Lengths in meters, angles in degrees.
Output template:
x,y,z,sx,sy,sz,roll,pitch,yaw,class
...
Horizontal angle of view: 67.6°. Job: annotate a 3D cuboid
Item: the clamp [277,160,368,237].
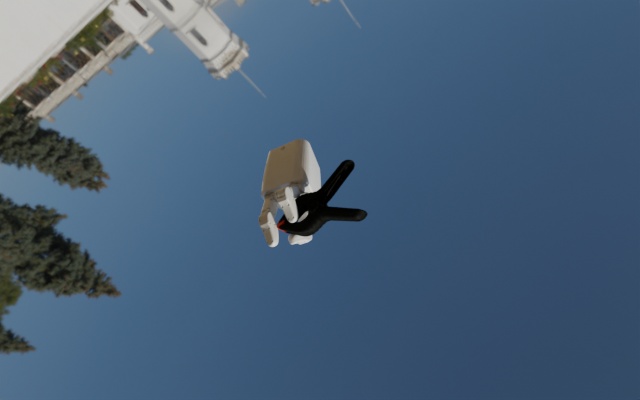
x,y,z,sx,sy,sz,roll,pitch,yaw,class
0.000,0.003,0.813,0.171,0.120,0.039,-20,-42,26,clamp
